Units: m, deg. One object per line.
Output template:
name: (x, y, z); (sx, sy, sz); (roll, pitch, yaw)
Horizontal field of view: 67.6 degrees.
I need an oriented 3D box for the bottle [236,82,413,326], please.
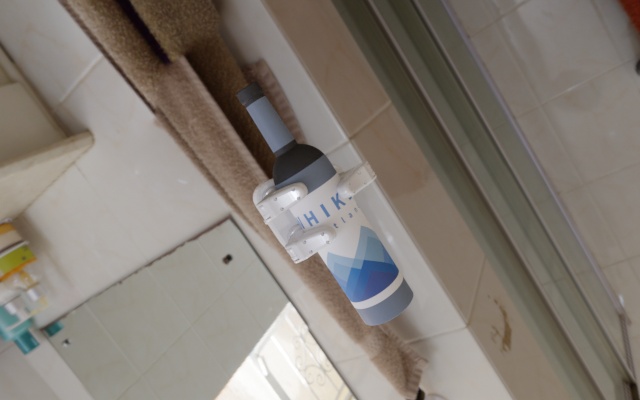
bottle: (0.000, 0.002, 0.533); (0.069, 0.296, 0.069); (-32, 8, 5)
